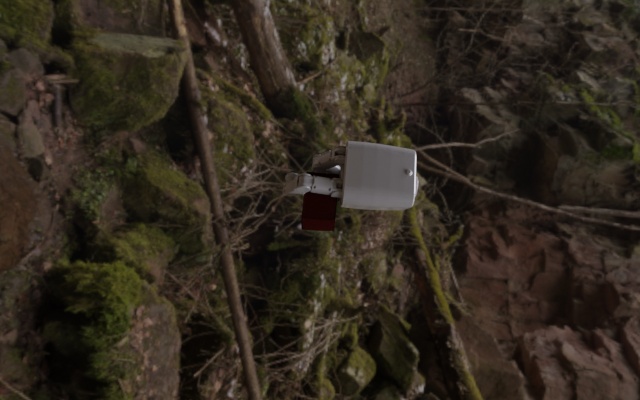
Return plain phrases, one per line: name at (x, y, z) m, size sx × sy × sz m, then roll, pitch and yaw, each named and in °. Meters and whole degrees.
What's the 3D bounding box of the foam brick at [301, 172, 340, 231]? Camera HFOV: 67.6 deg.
foam brick at (0.000, 0.003, 0.727) m, size 0.051 × 0.078 × 0.053 m, roll 6°, pitch -21°, yaw 1°
